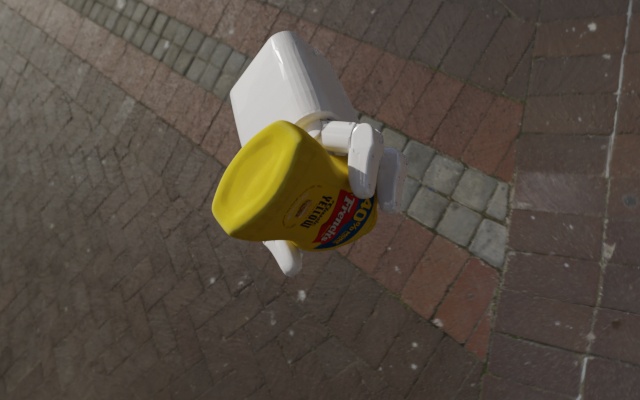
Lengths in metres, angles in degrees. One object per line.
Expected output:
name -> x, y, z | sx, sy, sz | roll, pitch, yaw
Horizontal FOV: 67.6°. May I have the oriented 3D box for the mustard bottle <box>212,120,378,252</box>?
mustard bottle -> 0.000, 0.002, 0.428 | 0.058, 0.096, 0.192 | 44, 13, 32
